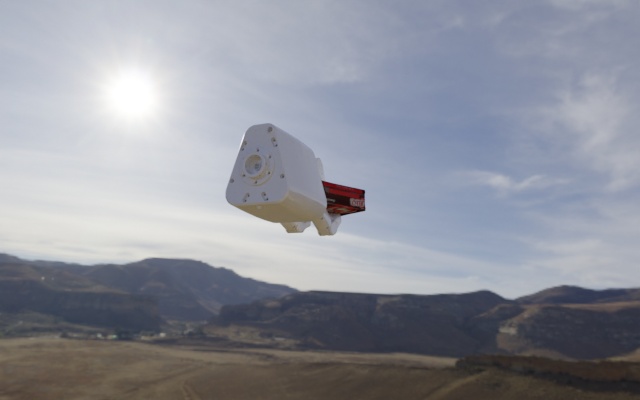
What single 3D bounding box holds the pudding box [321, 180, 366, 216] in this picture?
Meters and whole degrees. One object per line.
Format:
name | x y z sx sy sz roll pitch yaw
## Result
pudding box | 0.000 0.002 0.735 0.090 0.039 0.113 12 -15 -36
